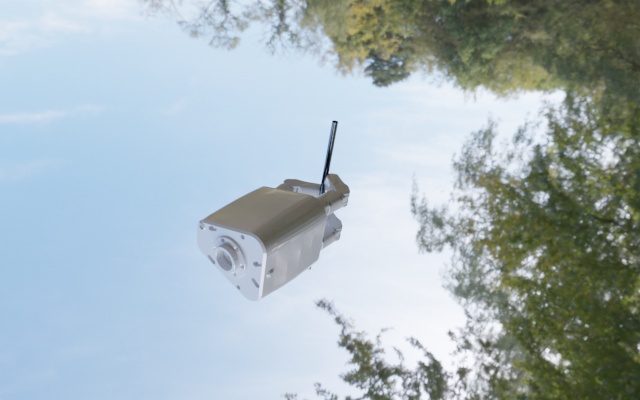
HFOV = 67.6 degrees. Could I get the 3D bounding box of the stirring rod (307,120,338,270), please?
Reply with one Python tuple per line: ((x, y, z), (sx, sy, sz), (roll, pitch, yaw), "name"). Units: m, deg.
((0.000, 0.002, 0.659), (0.011, 0.240, 0.011), (7, 32, -5), "stirring rod")
